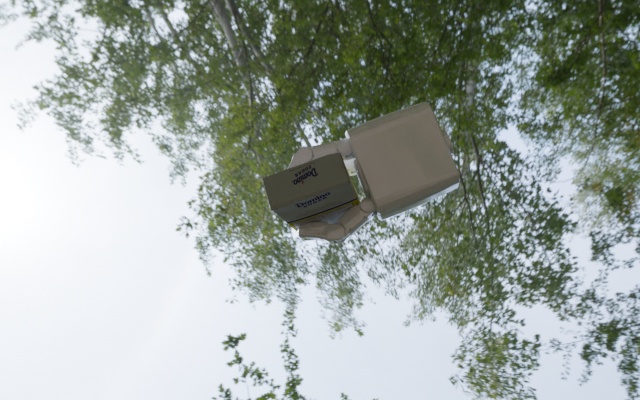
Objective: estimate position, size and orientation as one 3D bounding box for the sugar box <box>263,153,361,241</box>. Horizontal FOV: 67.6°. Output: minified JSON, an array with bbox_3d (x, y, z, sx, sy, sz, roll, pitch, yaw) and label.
[{"bbox_3d":[0.000,0.001,0.592,0.093,0.048,0.176,-19,-21,5],"label":"sugar box"}]
